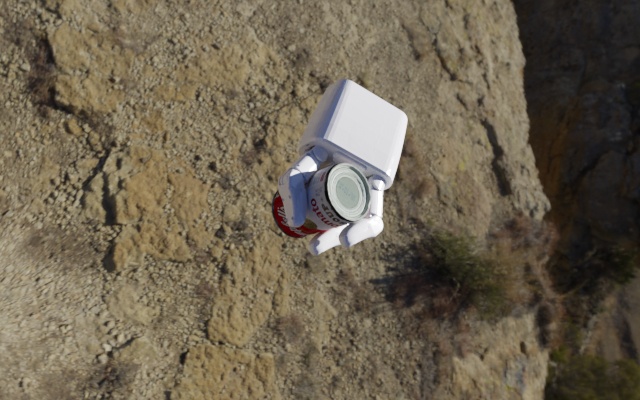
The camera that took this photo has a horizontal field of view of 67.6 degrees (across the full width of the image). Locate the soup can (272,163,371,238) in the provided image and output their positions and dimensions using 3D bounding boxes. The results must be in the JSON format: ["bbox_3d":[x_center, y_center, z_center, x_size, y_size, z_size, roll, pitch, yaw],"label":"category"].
[{"bbox_3d":[0.000,0.002,0.549,0.068,0.068,0.102,0,-13,-40],"label":"soup can"}]
